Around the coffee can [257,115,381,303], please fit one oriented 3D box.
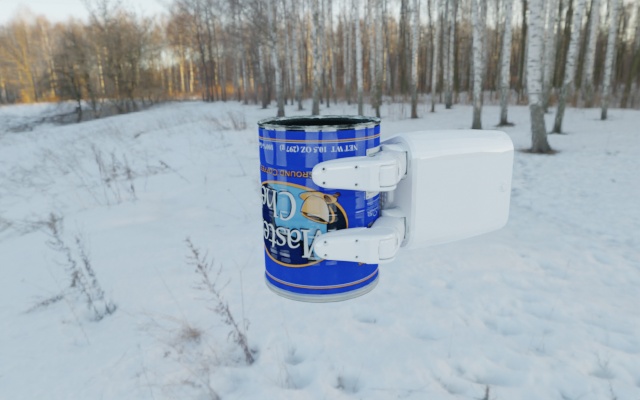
[{"bbox_3d":[0.000,0.001,0.409,0.103,0.140,0.102,-1,15,0],"label":"coffee can"}]
